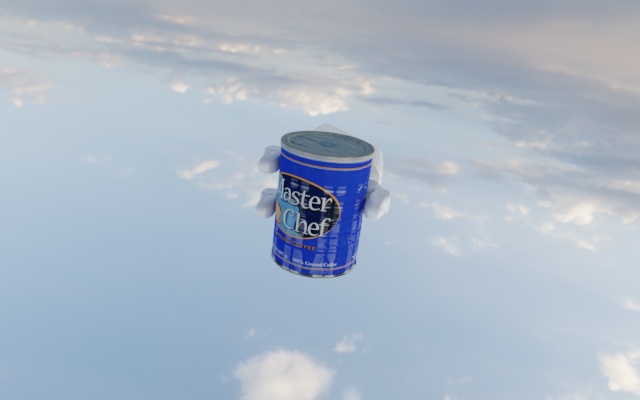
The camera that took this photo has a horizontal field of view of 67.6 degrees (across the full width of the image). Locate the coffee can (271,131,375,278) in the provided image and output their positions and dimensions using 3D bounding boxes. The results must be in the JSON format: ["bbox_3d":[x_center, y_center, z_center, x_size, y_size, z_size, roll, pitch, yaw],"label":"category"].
[{"bbox_3d":[0.000,0.002,0.542,0.103,0.140,0.102,6,21,-2],"label":"coffee can"}]
